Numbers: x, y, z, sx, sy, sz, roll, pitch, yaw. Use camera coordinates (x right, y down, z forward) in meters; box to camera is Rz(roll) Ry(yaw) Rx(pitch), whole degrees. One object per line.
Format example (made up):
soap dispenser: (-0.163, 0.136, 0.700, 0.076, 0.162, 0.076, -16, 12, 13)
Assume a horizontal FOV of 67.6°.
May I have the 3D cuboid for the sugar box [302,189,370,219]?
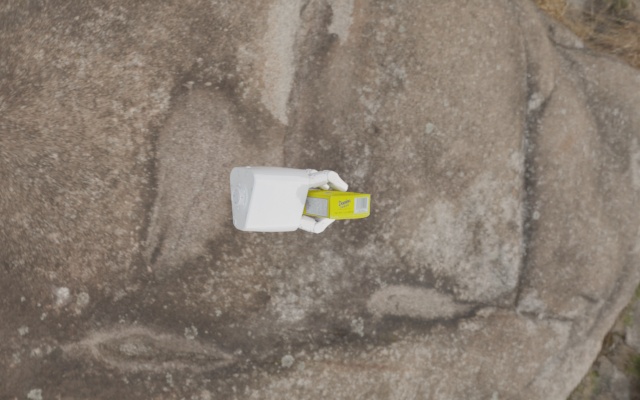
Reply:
sugar box: (0.000, 0.002, 0.886, 0.093, 0.048, 0.176, -2, 8, -37)
